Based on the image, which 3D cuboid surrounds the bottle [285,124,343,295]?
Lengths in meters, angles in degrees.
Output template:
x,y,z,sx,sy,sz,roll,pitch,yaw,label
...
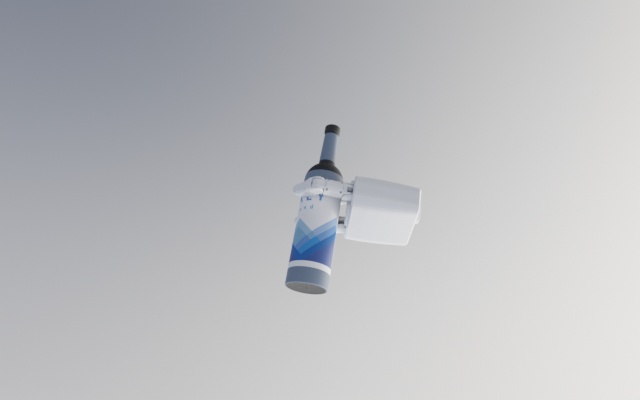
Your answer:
x,y,z,sx,sy,sz,roll,pitch,yaw,label
0.000,0.003,0.788,0.069,0.295,0.069,8,-25,4,bottle
